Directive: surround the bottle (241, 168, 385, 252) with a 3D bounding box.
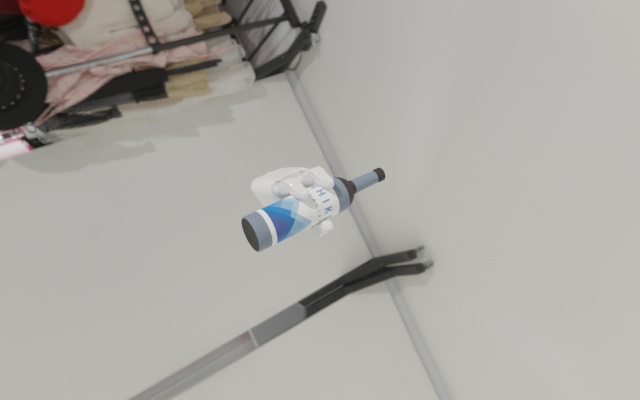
[{"bbox_3d":[0.000,0.003,0.880,0.295,0.069,0.069,-25,11,-26],"label":"bottle"}]
